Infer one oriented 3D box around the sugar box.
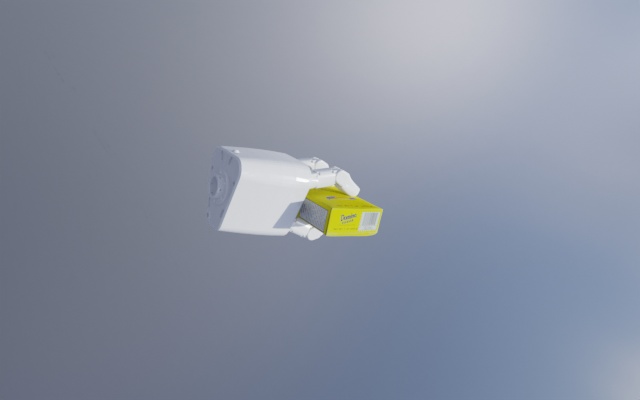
[{"bbox_3d":[0.000,0.002,0.712,0.093,0.048,0.176,2,19,-36],"label":"sugar box"}]
